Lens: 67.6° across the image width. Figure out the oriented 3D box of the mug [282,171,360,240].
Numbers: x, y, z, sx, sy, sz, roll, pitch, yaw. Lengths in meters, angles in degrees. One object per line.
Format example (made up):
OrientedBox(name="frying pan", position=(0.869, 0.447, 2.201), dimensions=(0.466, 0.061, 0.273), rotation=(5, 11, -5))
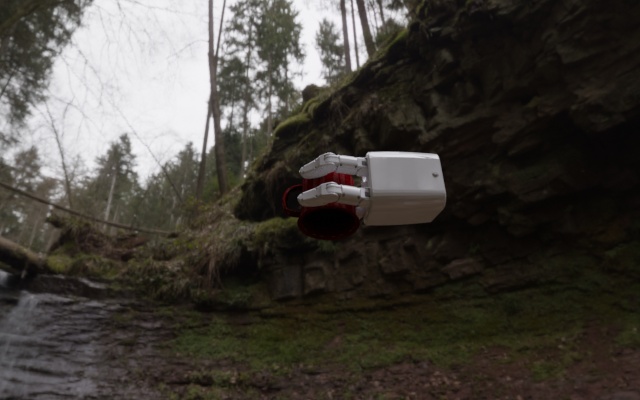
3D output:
OrientedBox(name="mug", position=(-0.001, 0.002, 0.728), dimensions=(0.117, 0.081, 0.093), rotation=(1, -35, -2))
